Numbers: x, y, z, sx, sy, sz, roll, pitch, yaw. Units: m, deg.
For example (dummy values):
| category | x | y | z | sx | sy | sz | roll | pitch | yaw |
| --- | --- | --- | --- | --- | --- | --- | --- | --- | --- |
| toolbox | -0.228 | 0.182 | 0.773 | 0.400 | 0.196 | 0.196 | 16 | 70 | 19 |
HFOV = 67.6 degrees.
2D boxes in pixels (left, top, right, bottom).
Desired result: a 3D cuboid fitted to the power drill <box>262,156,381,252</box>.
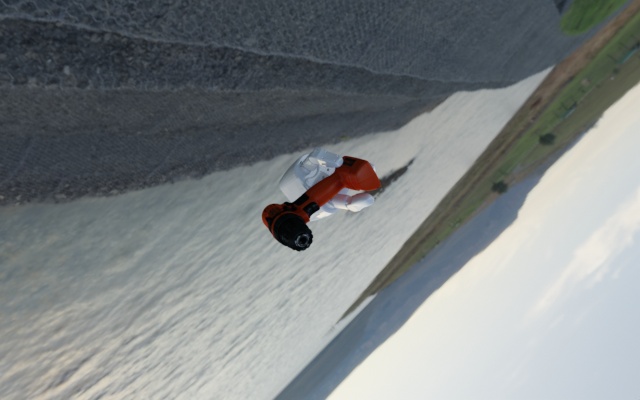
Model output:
| category | x | y | z | sx | sy | sz | roll | pitch | yaw |
| --- | --- | --- | --- | --- | --- | --- | --- | --- | --- |
| power drill | 0.000 | 0.002 | 0.762 | 0.187 | 0.057 | 0.184 | -33 | 21 | -11 |
